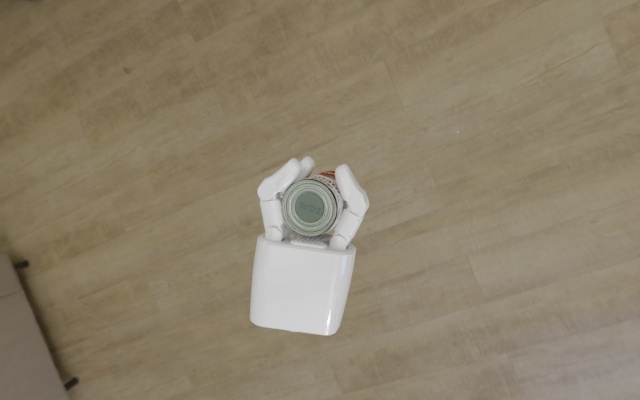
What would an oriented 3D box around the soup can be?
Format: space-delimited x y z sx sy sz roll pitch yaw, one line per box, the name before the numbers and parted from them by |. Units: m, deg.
soup can | 0.000 0.001 0.580 0.068 0.068 0.102 0 8 16
